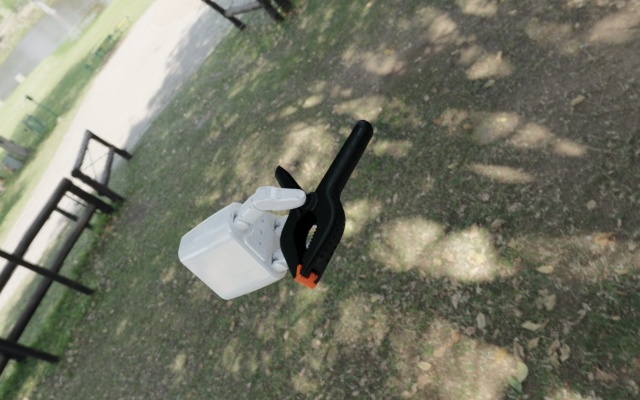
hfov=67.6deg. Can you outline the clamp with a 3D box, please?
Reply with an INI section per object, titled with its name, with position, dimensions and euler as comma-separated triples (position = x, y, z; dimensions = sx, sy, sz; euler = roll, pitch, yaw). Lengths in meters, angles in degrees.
[clamp]
position = -0.001, 0.002, 0.575
dimensions = 0.164, 0.209, 0.036
euler = -31, -49, 32
